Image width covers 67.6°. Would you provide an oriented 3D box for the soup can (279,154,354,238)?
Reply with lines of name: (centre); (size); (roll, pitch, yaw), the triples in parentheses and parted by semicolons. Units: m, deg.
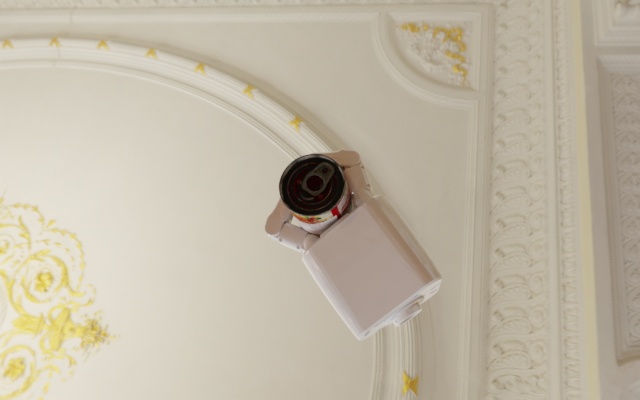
soup can: (0.000, 0.002, 0.521); (0.068, 0.068, 0.102); (0, -21, 11)
